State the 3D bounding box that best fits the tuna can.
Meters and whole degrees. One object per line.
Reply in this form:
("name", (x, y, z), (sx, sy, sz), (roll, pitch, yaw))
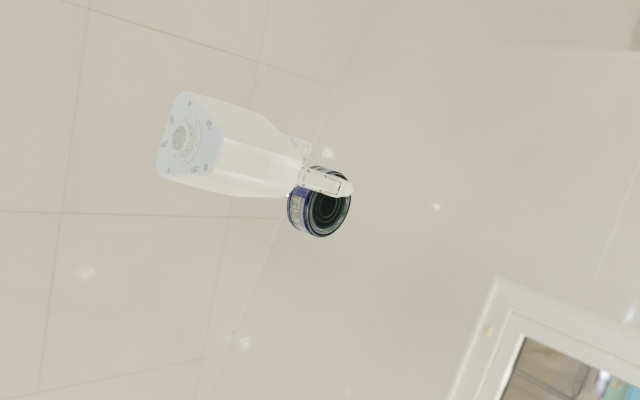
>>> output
("tuna can", (0.001, 0.002, 0.593), (0.033, 0.086, 0.086), (20, 13, 39))
